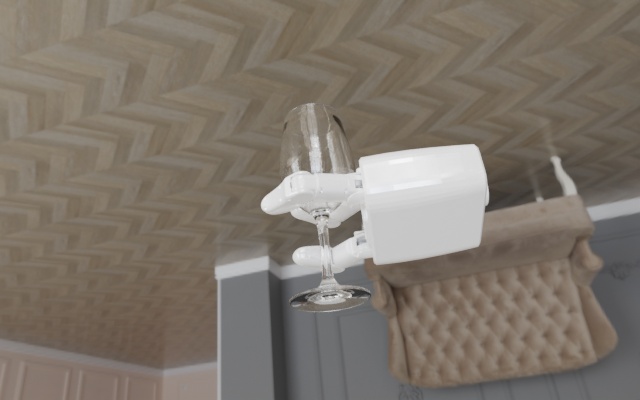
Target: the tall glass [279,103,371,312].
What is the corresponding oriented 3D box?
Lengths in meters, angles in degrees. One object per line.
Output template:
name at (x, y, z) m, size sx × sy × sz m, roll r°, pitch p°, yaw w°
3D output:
tall glass at (0.000, 0.002, 0.472) m, size 0.079 × 0.201 × 0.079 m, roll -5°, pitch -27°, yaw -3°
